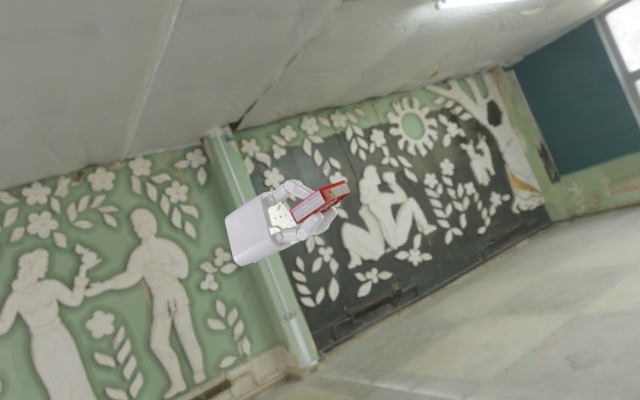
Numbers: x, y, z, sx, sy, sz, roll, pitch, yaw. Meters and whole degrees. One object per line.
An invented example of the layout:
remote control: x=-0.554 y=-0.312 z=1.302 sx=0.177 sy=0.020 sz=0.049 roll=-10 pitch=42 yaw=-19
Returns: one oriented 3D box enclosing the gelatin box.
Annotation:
gelatin box: x=0.000 y=0.002 z=0.842 sx=0.073 sy=0.030 sz=0.089 roll=-20 pitch=-12 yaw=-48
